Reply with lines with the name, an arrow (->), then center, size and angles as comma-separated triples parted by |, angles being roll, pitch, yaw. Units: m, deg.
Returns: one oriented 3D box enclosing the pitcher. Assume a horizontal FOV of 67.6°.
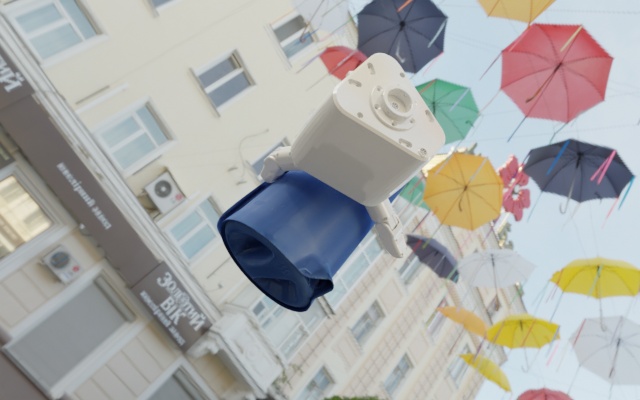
pitcher -> 0.000, 0.002, 0.583 | 0.242, 0.149, 0.145 | -44, 0, -31
